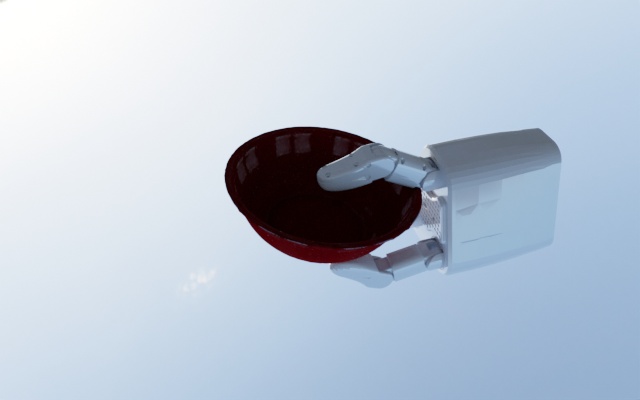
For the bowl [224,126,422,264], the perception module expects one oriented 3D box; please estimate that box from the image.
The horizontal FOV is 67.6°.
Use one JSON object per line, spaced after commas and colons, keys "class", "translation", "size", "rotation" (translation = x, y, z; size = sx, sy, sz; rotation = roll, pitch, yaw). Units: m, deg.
{"class": "bowl", "translation": [-0.001, 0.002, 0.405], "size": [0.162, 0.055, 0.162], "rotation": [6, 39, -5]}
